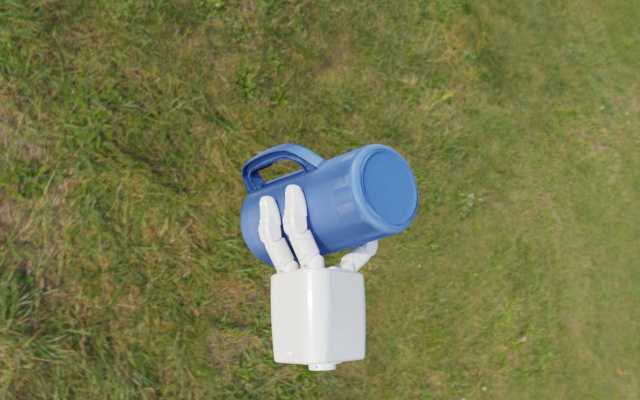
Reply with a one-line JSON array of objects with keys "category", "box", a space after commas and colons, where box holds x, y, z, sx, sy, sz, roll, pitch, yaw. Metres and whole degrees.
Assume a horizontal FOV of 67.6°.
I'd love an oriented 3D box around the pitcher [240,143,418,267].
[{"category": "pitcher", "box": [0.000, 0.002, 0.632, 0.149, 0.145, 0.243, 12, -20, -35]}]
